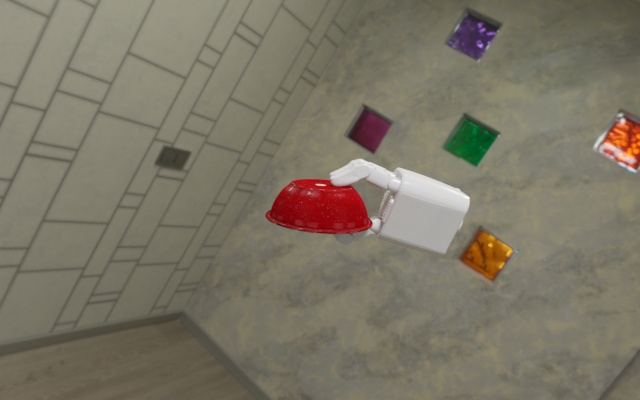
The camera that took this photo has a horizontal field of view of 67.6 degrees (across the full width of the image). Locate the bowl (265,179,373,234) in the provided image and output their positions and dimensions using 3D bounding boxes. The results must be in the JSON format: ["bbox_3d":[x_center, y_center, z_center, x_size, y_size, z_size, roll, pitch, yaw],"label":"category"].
[{"bbox_3d":[-0.001,0.002,0.709,0.162,0.055,0.162,4,12,-1],"label":"bowl"}]
